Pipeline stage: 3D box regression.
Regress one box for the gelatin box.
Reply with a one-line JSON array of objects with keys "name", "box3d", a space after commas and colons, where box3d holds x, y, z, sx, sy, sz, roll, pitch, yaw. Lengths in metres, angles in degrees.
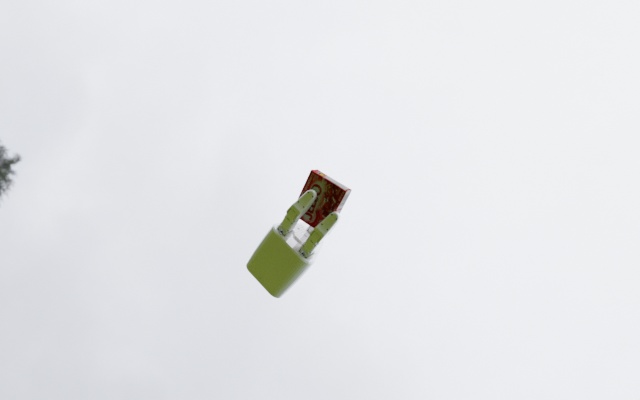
[{"name": "gelatin box", "box3d": [0.000, 0.002, 0.812, 0.073, 0.089, 0.030, 32, 19, 17]}]
